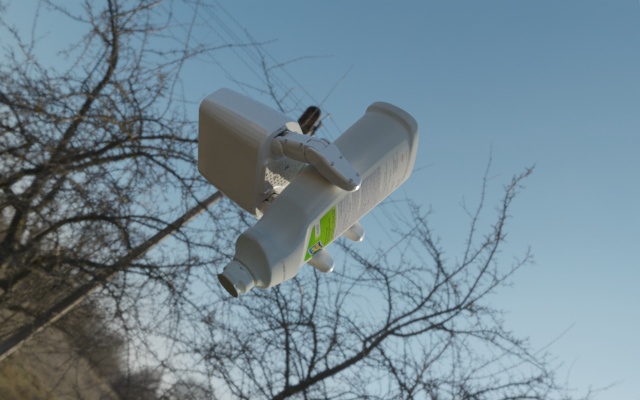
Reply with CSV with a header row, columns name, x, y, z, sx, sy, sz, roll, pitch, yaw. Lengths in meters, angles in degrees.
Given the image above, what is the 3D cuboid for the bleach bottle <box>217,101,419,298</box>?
name,x,y,z,sx,sy,sz,roll,pitch,yaw
bleach bottle,0.000,0.002,0.484,0.068,0.103,0.250,32,55,29
